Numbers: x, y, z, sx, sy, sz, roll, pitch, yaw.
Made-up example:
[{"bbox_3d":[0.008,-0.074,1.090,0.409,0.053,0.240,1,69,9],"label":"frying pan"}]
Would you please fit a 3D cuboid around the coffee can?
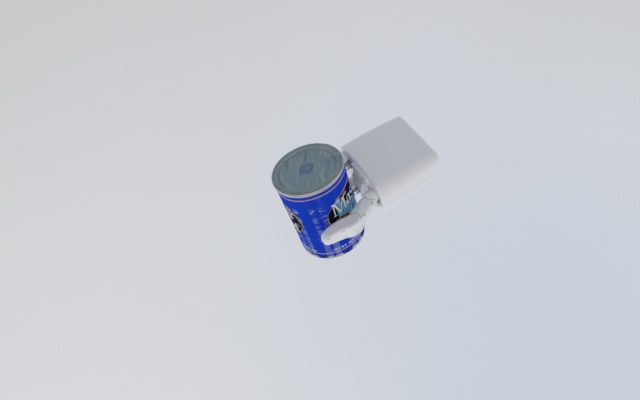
[{"bbox_3d":[0.000,0.002,0.697,0.103,0.102,0.140,0,-43,22],"label":"coffee can"}]
